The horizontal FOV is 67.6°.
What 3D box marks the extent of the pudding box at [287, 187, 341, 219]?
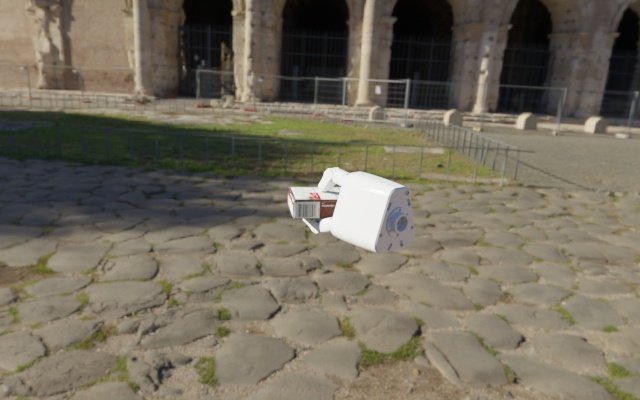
[{"bbox_3d":[0.000,0.003,0.875,0.113,0.039,0.090,1,16,-11],"label":"pudding box"}]
